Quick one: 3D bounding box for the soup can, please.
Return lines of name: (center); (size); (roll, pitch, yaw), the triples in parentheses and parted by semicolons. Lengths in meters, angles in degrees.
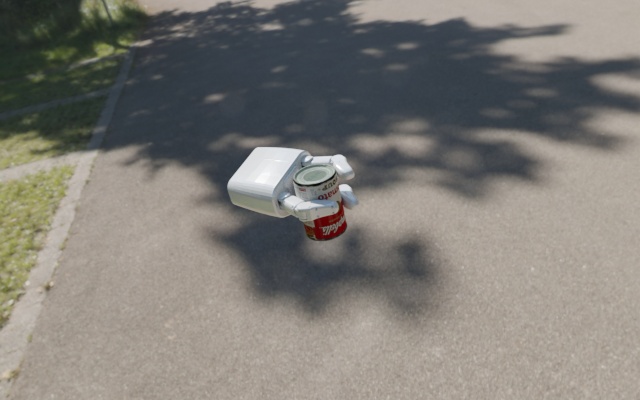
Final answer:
soup can: (0.000, 0.002, 0.738); (0.068, 0.102, 0.068); (-9, 30, 5)
